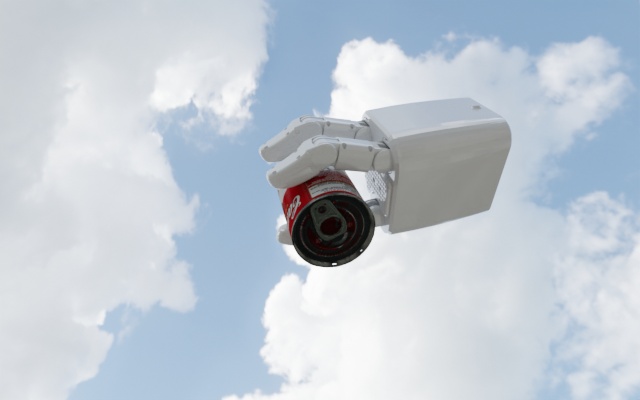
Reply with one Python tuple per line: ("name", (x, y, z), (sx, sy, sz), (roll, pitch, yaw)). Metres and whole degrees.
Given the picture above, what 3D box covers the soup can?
("soup can", (0.000, 0.001, 0.416), (0.068, 0.068, 0.102), (0, 28, -14))
